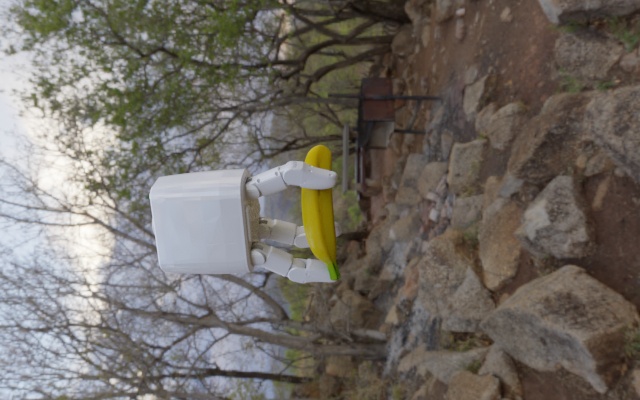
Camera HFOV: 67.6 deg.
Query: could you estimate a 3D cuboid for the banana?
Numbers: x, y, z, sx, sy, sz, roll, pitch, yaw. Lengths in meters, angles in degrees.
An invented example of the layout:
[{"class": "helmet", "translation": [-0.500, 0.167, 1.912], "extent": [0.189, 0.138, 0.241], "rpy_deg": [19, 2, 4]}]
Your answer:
[{"class": "banana", "translation": [-0.002, -0.006, 0.573], "extent": [0.037, 0.197, 0.070], "rpy_deg": [-6, -36, 5]}]
